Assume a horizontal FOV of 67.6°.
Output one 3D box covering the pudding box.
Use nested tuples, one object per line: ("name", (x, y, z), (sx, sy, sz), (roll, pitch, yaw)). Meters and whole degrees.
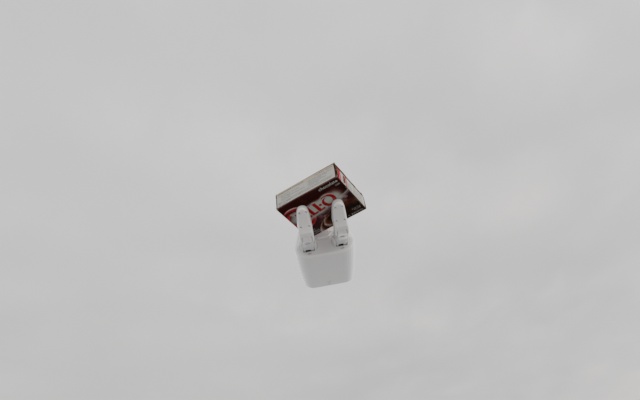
("pudding box", (0.000, 0.002, 0.744), (0.113, 0.039, 0.090), (-30, -46, 17))
